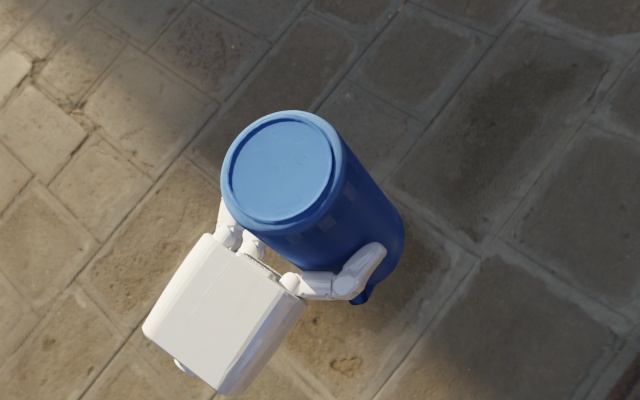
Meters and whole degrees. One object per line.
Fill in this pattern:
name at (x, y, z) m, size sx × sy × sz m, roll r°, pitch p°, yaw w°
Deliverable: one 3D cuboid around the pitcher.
pitcher at (0.000, 0.002, 0.482) m, size 0.149 × 0.145 × 0.243 m, roll 33°, pitch -6°, yaw 24°
